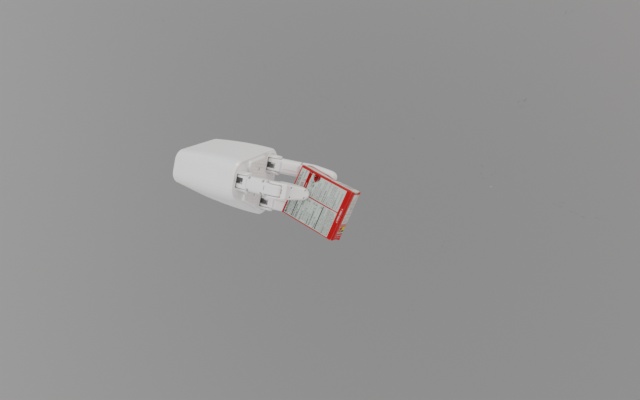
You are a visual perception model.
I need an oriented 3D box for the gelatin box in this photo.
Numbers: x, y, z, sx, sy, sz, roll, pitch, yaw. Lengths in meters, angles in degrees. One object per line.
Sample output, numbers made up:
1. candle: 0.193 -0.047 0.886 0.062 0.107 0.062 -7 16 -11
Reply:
1. gelatin box: 0.000 0.002 0.650 0.089 0.073 0.030 29 13 26
